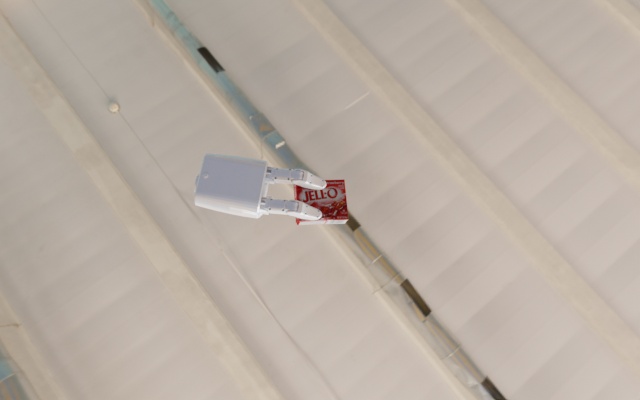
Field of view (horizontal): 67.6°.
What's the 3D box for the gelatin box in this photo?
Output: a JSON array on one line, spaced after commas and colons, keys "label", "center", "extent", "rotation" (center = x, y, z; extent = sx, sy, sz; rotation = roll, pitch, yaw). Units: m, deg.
[{"label": "gelatin box", "center": [0.000, 0.003, 0.819], "extent": [0.089, 0.073, 0.030], "rotation": [-1, -17, -12]}]
